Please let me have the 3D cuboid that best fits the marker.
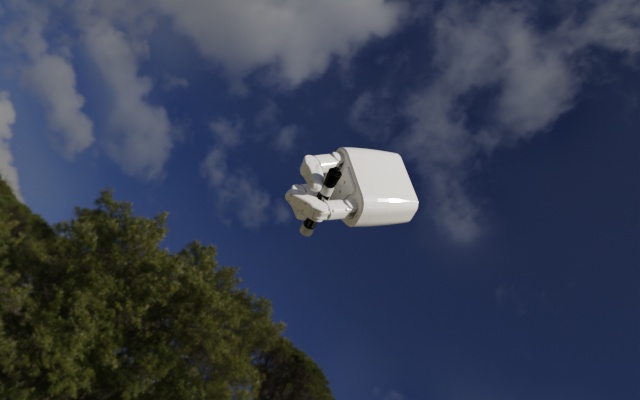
[{"bbox_3d":[0.000,0.002,0.653,0.020,0.121,0.020,16,38,-13],"label":"marker"}]
